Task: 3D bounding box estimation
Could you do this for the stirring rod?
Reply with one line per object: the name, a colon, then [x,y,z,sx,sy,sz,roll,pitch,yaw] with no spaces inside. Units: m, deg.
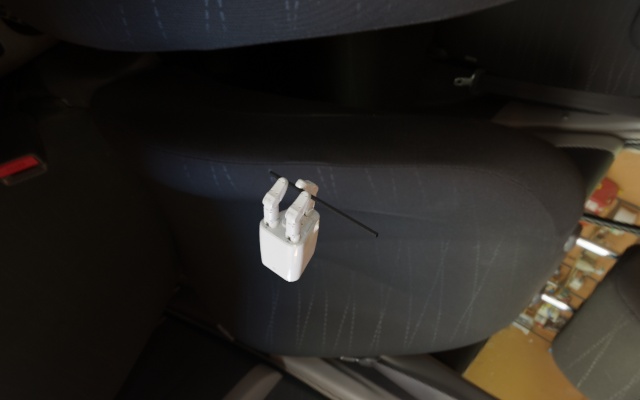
stirring rod: [0.000,0.003,0.836,0.239,0.011,0.011,30,14,26]
